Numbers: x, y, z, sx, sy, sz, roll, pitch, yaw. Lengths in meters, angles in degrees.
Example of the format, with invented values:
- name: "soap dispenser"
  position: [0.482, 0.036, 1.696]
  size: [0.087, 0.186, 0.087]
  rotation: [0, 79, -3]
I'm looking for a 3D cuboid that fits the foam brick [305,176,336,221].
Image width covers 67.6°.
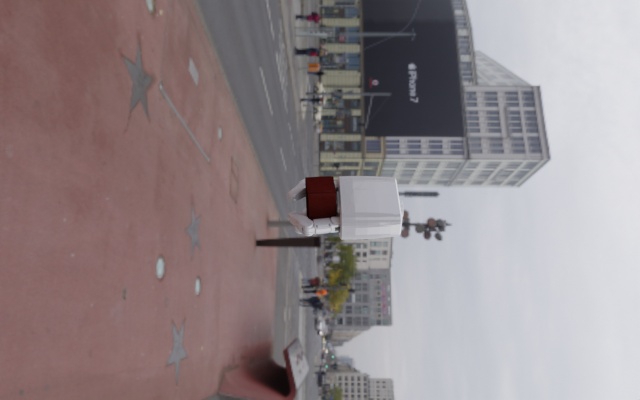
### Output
- name: "foam brick"
  position: [0.000, 0.003, 0.839]
  size: [0.051, 0.078, 0.053]
  rotation: [-3, 37, -2]
